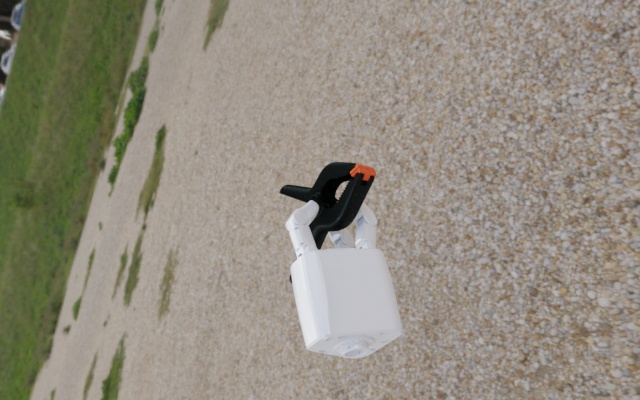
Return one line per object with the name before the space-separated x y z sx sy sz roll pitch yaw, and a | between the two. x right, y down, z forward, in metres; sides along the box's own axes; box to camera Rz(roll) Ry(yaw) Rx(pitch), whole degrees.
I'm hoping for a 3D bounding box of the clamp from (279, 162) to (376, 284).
clamp | 0.000 0.002 0.669 0.036 0.164 0.210 9 -40 -32
